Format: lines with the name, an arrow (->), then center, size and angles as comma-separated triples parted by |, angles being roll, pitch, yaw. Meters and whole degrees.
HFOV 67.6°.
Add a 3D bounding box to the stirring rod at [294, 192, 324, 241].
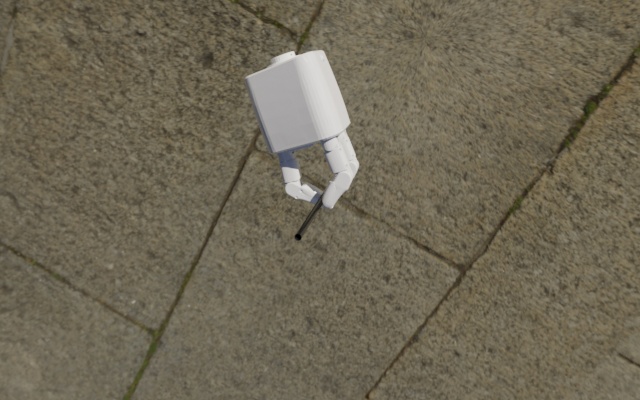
stirring rod -> 0.000, 0.002, 0.629 | 0.011, 0.011, 0.239 | 0, 18, 12
